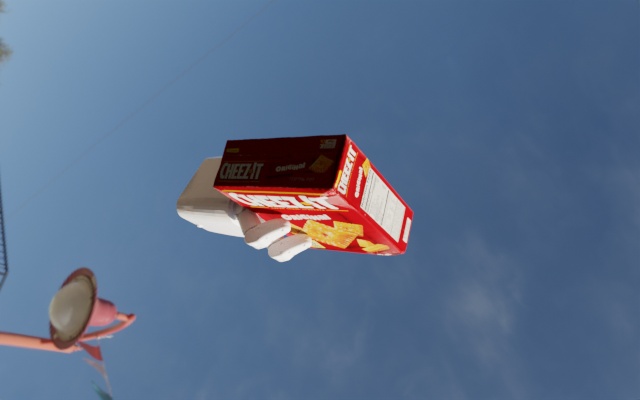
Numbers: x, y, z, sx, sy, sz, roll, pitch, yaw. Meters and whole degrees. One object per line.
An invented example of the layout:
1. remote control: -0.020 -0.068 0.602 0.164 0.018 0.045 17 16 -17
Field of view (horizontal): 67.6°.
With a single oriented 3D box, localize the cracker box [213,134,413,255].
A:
1. cracker box: 0.000 0.002 0.594 0.164 0.072 0.214 1 -22 32
